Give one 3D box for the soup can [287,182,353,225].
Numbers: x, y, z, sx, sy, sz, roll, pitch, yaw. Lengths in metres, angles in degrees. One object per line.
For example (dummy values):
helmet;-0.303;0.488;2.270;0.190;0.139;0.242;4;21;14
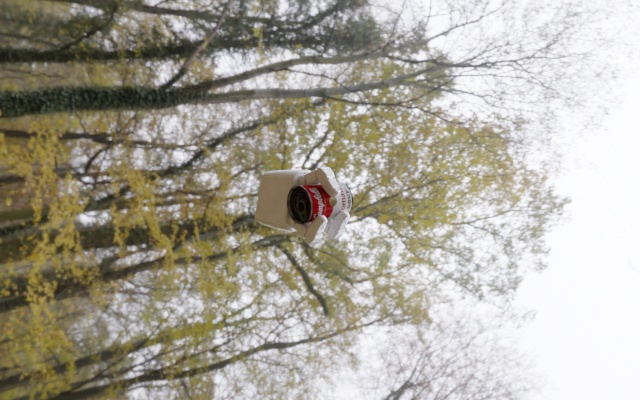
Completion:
soup can;0.001;0.003;0.857;0.102;0.068;0.068;-8;5;-41
